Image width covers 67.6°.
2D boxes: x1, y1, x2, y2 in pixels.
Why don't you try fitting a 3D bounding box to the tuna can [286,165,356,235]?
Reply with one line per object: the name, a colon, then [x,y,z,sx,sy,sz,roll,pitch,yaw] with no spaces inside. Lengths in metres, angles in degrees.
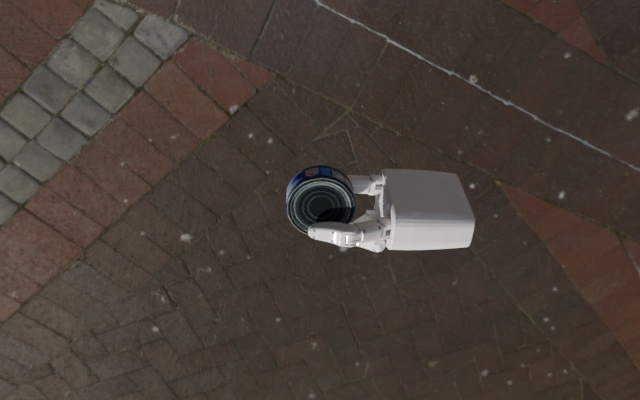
tuna can: [0.000,0.002,0.588,0.086,0.086,0.033,0,29,-2]
